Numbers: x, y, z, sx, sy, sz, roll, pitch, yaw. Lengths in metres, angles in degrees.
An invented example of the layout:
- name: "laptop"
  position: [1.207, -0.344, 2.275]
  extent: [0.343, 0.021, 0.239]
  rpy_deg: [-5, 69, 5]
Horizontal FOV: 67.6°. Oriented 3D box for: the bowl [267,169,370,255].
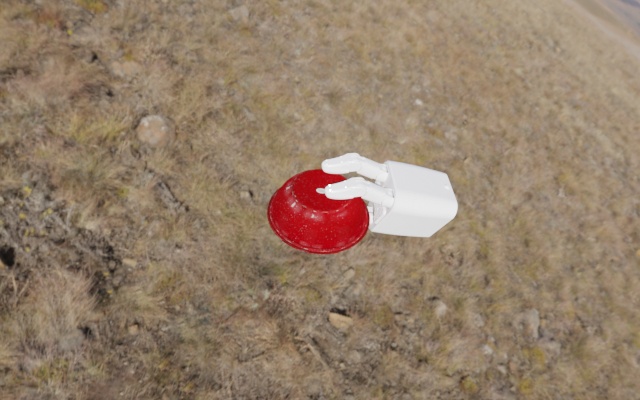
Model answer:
- name: "bowl"
  position: [-0.001, 0.002, 0.726]
  extent: [0.162, 0.162, 0.055]
  rpy_deg: [0, -44, -8]
